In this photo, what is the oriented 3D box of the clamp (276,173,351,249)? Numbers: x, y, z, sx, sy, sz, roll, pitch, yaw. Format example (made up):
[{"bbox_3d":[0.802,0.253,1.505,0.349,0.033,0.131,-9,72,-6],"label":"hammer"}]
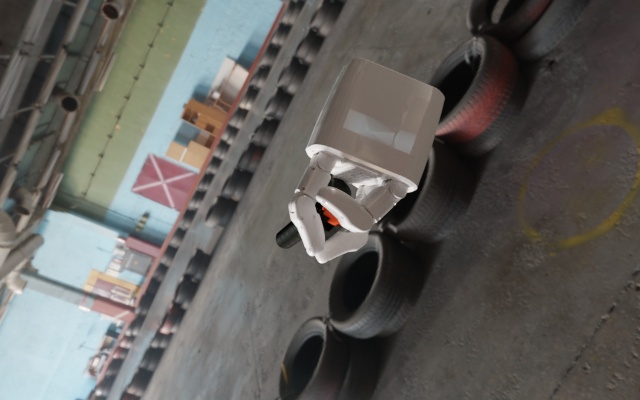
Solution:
[{"bbox_3d":[0.000,0.002,0.551,0.039,0.120,0.171,25,-12,-18],"label":"clamp"}]
